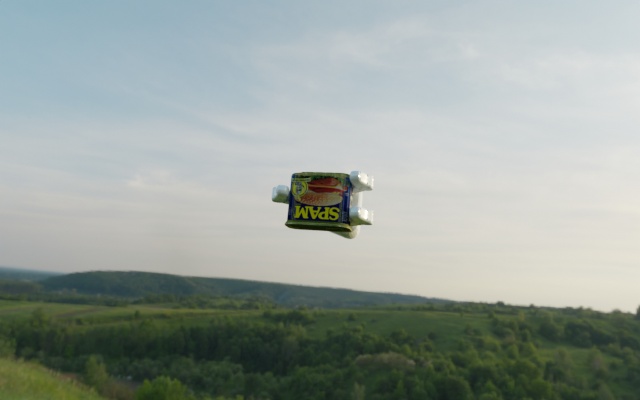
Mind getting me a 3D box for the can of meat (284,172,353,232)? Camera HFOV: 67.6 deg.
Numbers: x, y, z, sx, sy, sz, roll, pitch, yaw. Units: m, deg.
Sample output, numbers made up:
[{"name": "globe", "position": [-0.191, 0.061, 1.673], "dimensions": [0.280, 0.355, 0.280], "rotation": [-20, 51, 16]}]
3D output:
[{"name": "can of meat", "position": [0.000, 0.002, 0.743], "dimensions": [0.102, 0.084, 0.057], "rotation": [3, -12, 12]}]
